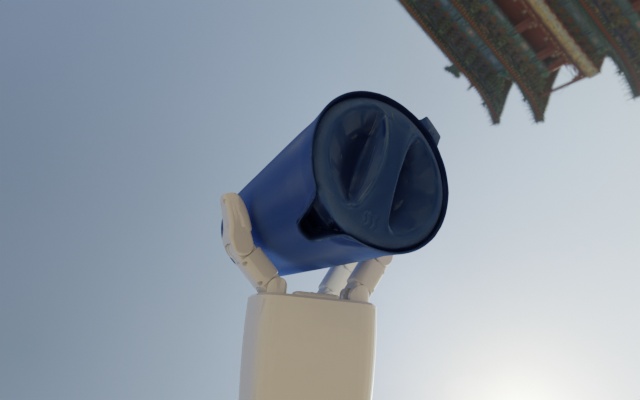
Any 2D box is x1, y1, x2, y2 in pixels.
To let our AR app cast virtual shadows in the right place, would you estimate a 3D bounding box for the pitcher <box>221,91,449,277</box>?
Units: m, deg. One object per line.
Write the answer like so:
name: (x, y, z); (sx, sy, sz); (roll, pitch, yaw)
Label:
pitcher: (0.000, 0.002, 0.467); (0.149, 0.145, 0.243); (13, -21, -28)
